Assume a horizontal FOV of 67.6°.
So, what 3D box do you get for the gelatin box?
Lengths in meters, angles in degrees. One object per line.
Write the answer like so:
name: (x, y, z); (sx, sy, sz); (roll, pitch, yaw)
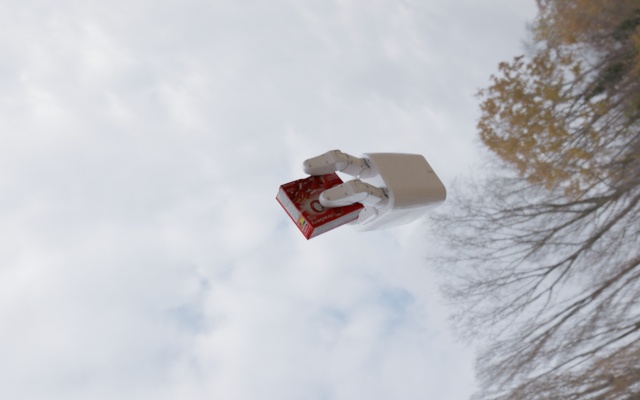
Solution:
gelatin box: (0.000, 0.002, 0.605); (0.089, 0.073, 0.030); (-21, -29, -35)
